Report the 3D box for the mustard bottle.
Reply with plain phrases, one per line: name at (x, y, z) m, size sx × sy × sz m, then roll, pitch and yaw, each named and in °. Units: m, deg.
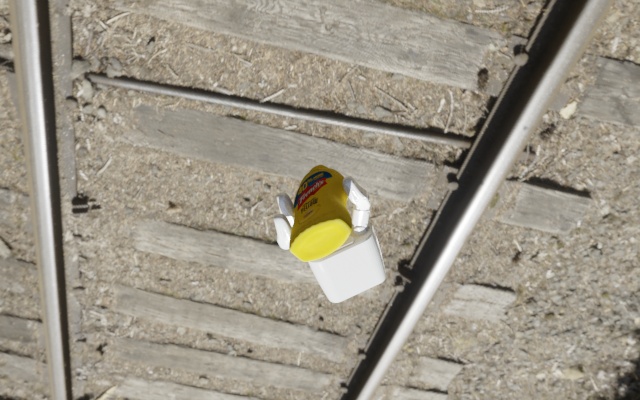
mustard bottle at (0.000, 0.002, 0.741) m, size 0.096 × 0.058 × 0.191 m, roll -36°, pitch 28°, yaw 24°
